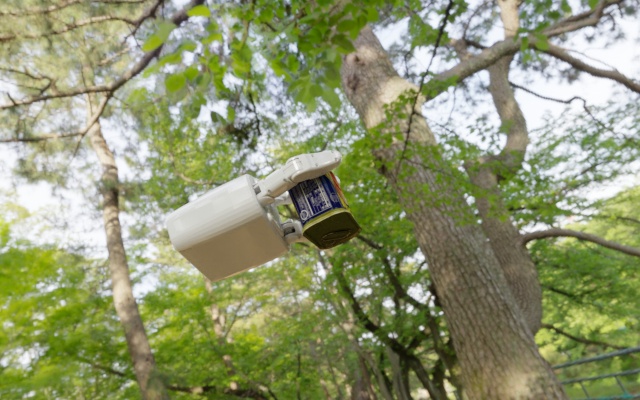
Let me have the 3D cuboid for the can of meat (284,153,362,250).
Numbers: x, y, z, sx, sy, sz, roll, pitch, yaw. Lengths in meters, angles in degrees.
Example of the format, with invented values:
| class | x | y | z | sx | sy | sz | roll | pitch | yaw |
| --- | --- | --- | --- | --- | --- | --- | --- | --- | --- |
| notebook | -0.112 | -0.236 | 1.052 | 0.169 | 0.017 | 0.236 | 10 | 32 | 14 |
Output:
| class | x | y | z | sx | sy | sz | roll | pitch | yaw |
| --- | --- | --- | --- | --- | --- | --- | --- | --- | --- |
| can of meat | 0.000 | 0.002 | 0.562 | 0.057 | 0.084 | 0.102 | -27 | -24 | 7 |
